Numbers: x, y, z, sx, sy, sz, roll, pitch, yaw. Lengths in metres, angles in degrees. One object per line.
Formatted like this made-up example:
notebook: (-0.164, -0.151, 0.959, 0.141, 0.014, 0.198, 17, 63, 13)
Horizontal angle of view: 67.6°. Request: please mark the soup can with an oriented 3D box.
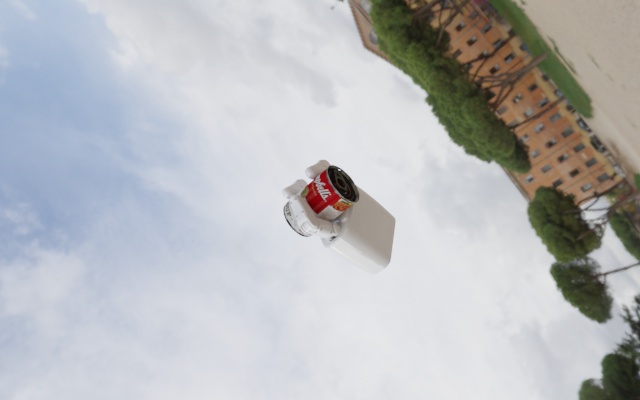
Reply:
soup can: (0.000, 0.002, 0.733, 0.102, 0.068, 0.068, -39, -21, 28)
